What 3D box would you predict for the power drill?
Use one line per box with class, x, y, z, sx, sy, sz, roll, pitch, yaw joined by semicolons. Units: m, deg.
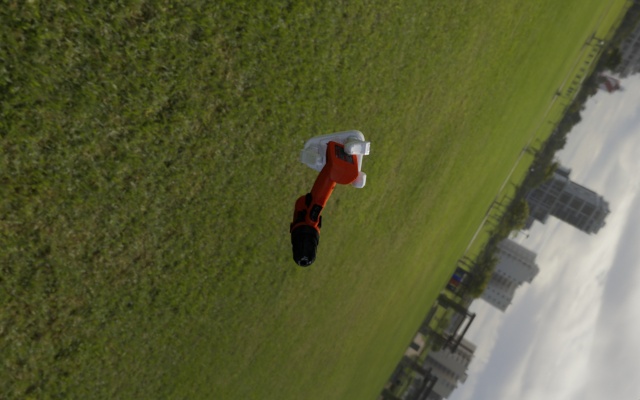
power drill;0.000;0.002;0.841;0.057;0.188;0.184;22;31;-16
